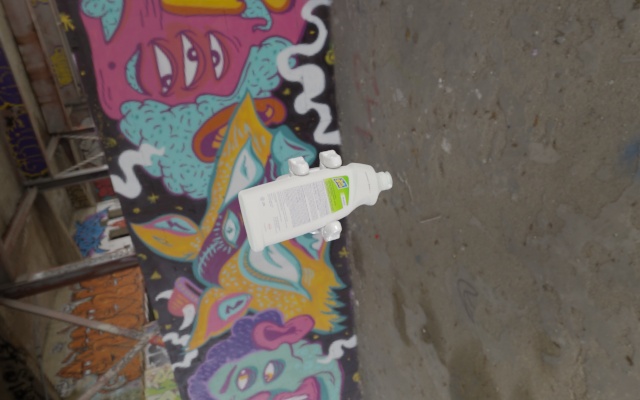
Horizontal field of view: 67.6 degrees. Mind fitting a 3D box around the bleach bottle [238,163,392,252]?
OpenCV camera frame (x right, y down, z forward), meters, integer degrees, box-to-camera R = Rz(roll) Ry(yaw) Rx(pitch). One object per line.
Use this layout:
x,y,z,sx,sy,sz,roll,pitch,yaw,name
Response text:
0.000,0.002,0.779,0.251,0.102,0.068,-14,8,-15,bleach bottle
